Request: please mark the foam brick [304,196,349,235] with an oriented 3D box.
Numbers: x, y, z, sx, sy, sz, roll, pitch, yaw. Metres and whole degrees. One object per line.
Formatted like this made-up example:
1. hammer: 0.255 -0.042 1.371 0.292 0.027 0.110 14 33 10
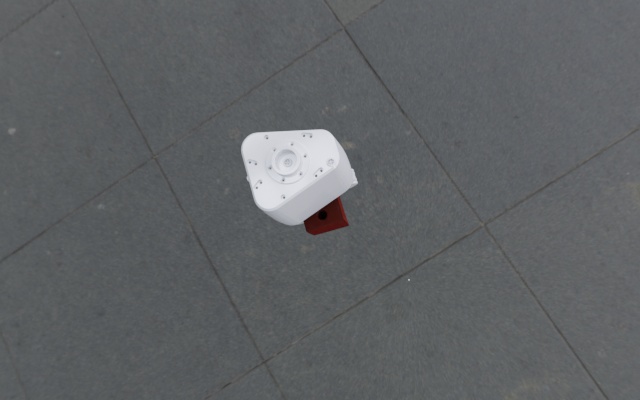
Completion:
1. foam brick: 0.000 0.002 0.641 0.053 0.078 0.051 -18 -12 7
